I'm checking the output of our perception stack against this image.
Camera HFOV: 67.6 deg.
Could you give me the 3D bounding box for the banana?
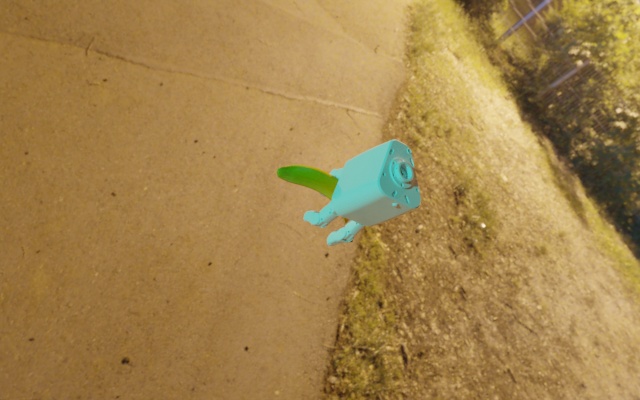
[{"bbox_3d":[0.013,-0.010,0.829,0.198,0.069,0.037,43,-19,-23],"label":"banana"}]
